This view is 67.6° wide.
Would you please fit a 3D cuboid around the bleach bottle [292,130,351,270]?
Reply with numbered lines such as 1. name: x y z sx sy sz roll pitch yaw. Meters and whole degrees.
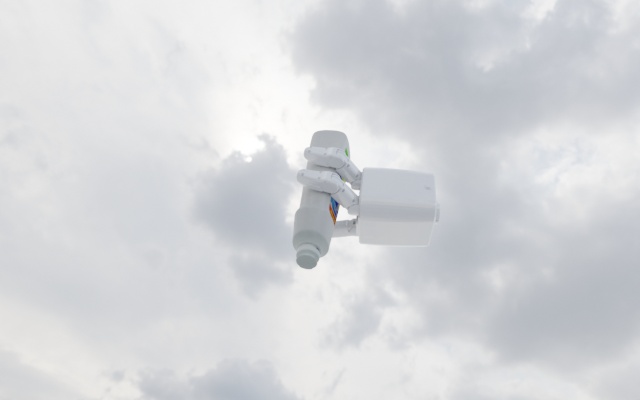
1. bleach bottle: 0.000 0.002 0.708 0.068 0.103 0.250 3 42 8
